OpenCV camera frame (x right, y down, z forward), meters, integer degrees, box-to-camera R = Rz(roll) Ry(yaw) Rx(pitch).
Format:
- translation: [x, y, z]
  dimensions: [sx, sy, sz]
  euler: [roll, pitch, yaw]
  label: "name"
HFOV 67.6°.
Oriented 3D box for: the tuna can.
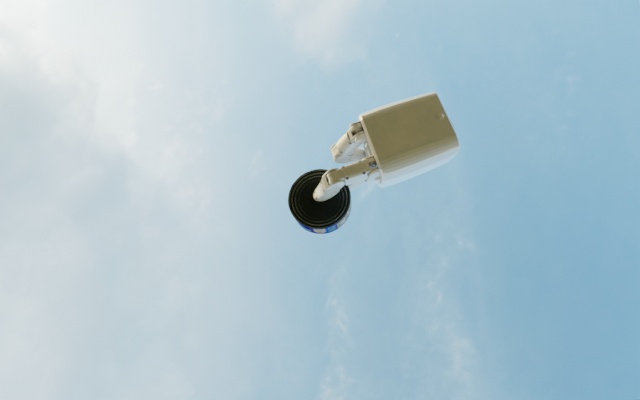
- translation: [0.000, 0.002, 0.661]
  dimensions: [0.086, 0.086, 0.034]
  euler: [0, -19, 7]
  label: "tuna can"
